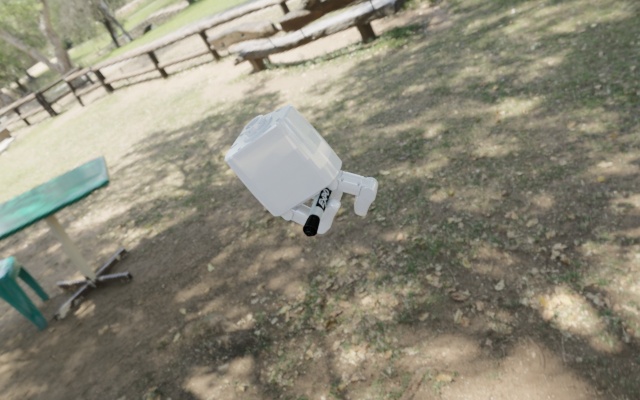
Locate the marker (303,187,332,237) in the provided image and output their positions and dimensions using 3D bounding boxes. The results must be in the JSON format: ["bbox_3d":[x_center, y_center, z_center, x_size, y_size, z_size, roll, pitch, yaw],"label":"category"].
[{"bbox_3d":[0.000,0.002,0.620,0.020,0.020,0.121,0,40,19],"label":"marker"}]
